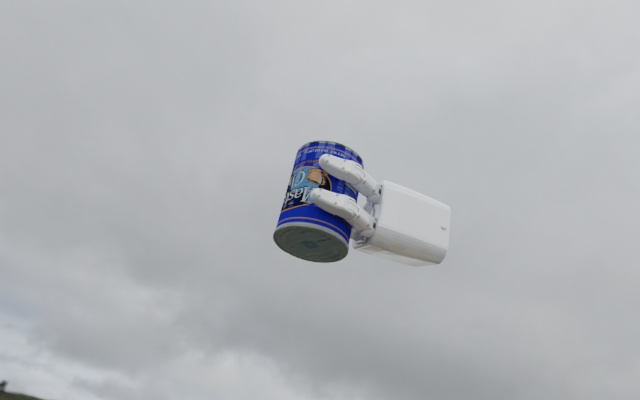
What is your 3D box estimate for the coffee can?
[{"bbox_3d":[0.000,0.002,0.670,0.103,0.140,0.103,10,-31,6],"label":"coffee can"}]
